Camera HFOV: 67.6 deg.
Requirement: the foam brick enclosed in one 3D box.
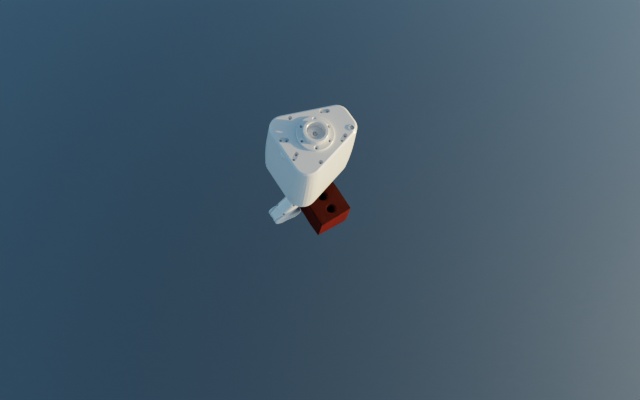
[{"bbox_3d":[0.000,0.003,0.716,0.053,0.078,0.051,-30,-13,-17],"label":"foam brick"}]
